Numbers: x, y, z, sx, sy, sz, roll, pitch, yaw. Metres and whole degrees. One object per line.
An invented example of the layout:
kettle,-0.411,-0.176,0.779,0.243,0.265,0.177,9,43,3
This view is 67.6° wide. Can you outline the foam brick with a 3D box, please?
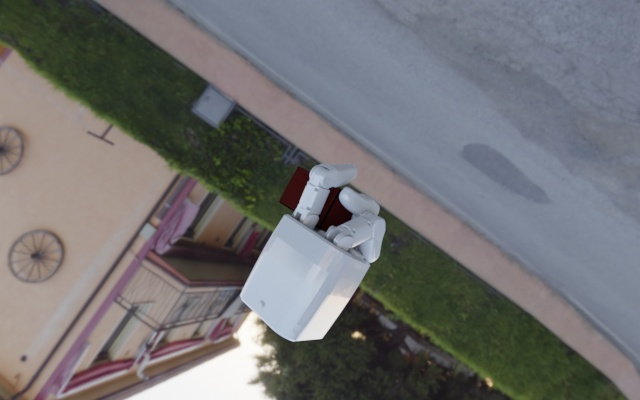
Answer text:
foam brick,0.000,0.002,0.566,0.078,0.051,0.053,31,3,42
